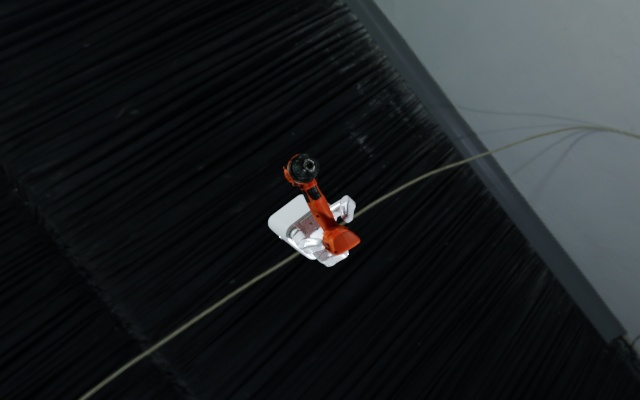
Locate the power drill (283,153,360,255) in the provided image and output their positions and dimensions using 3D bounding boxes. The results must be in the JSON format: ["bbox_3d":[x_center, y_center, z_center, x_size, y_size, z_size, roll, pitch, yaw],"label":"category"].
[{"bbox_3d":[0.000,0.003,0.851,0.057,0.187,0.184,-28,5,-7],"label":"power drill"}]
